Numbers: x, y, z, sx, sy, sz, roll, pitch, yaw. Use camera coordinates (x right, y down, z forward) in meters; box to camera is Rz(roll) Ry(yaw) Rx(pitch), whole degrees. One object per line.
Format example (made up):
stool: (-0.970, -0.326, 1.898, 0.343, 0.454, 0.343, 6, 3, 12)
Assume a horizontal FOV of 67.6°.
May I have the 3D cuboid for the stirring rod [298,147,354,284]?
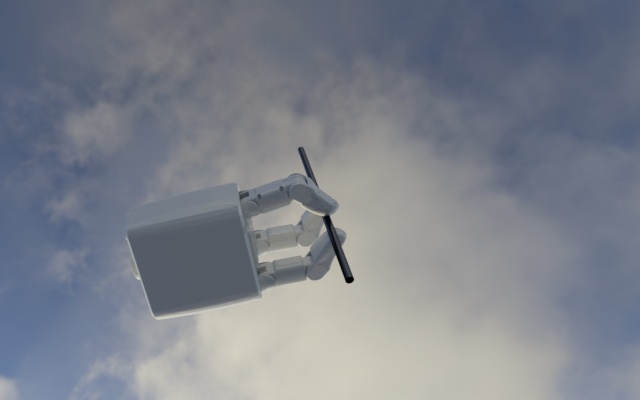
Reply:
stirring rod: (0.000, 0.002, 0.499, 0.011, 0.011, 0.239, 0, 33, -14)
